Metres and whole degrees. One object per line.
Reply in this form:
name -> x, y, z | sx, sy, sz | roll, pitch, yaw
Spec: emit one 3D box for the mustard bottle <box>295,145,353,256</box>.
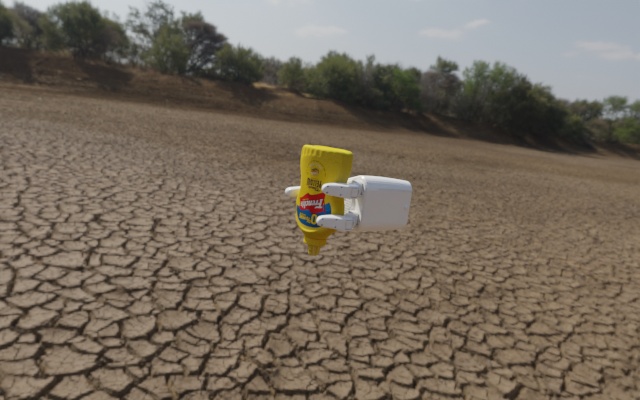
mustard bottle -> 0.000, 0.002, 0.837 | 0.096, 0.191, 0.058 | 15, 12, 37
